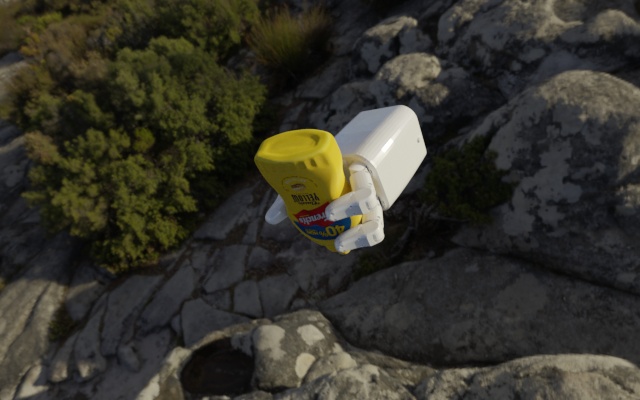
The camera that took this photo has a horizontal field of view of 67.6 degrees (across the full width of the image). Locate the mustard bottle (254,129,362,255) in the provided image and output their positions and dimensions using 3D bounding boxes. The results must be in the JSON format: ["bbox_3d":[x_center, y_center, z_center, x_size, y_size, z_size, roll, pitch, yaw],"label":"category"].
[{"bbox_3d":[0.000,0.002,0.592,0.096,0.058,0.192,-4,-44,25],"label":"mustard bottle"}]
